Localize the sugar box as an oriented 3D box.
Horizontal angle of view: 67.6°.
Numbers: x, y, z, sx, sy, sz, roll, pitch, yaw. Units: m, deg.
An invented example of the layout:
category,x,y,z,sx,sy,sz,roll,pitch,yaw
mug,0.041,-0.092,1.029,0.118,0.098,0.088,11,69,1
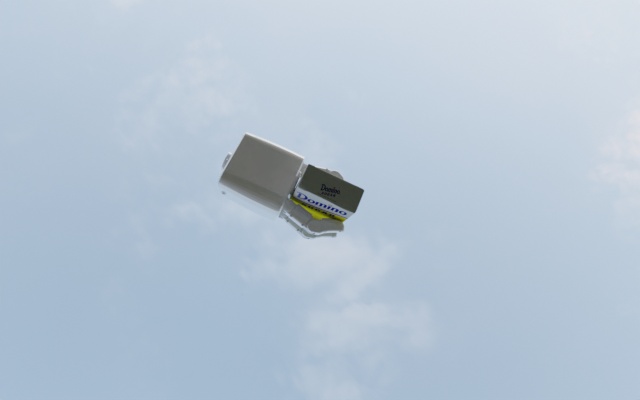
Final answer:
category,x,y,z,sx,sy,sz,roll,pitch,yaw
sugar box,0.000,0.003,0.761,0.093,0.048,0.176,25,-14,-4
